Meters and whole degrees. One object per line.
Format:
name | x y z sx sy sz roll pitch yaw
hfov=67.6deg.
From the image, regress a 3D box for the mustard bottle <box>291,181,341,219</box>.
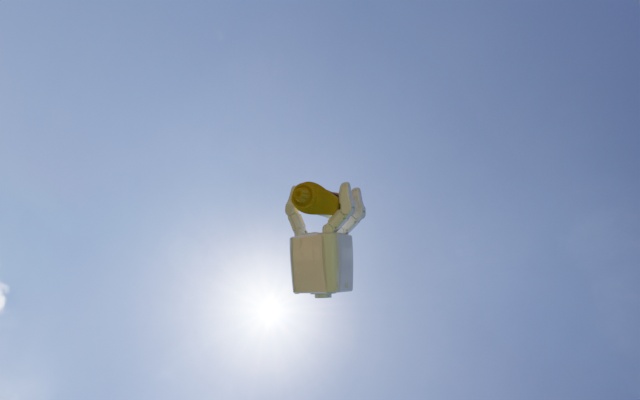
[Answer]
mustard bottle | 0.000 0.003 0.889 0.096 0.058 0.191 20 1 26
